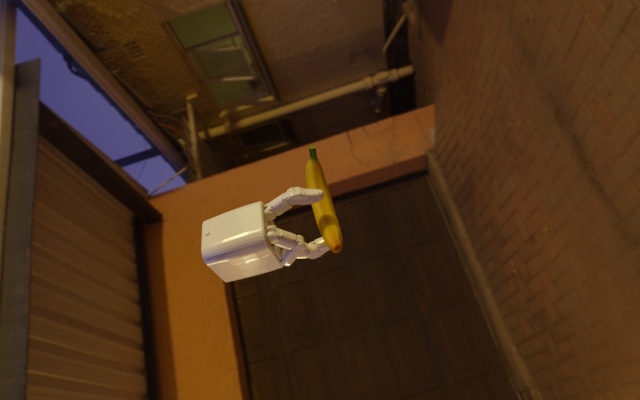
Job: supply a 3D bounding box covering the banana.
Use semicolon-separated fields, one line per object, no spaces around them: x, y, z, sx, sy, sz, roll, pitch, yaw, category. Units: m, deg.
0.003;0.007;0.816;0.037;0.197;0.070;-17;-24;3;banana
